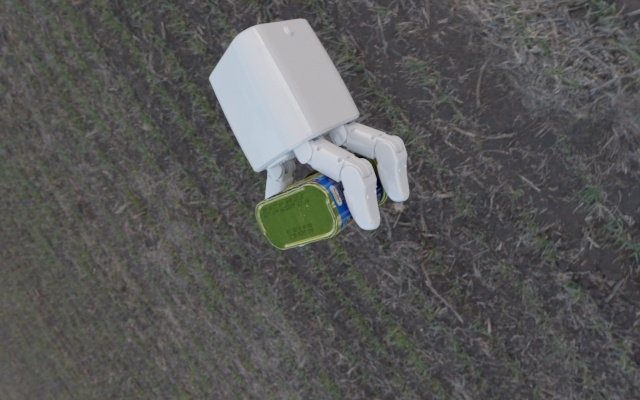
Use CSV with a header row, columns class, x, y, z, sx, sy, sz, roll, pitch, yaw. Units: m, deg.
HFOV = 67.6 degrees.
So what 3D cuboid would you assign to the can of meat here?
class,x,y,z,sx,sy,sz,roll,pitch,yaw
can of meat,0.000,0.002,0.455,0.102,0.057,0.084,-20,8,43
